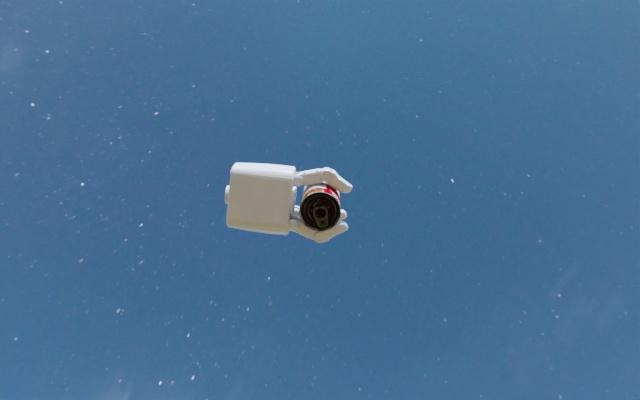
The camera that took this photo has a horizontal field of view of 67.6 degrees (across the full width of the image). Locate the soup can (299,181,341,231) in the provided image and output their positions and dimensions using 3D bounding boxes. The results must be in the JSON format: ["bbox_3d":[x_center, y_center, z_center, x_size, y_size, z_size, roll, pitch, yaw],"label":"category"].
[{"bbox_3d":[0.001,0.003,0.819,0.068,0.068,0.102,0,19,1],"label":"soup can"}]
